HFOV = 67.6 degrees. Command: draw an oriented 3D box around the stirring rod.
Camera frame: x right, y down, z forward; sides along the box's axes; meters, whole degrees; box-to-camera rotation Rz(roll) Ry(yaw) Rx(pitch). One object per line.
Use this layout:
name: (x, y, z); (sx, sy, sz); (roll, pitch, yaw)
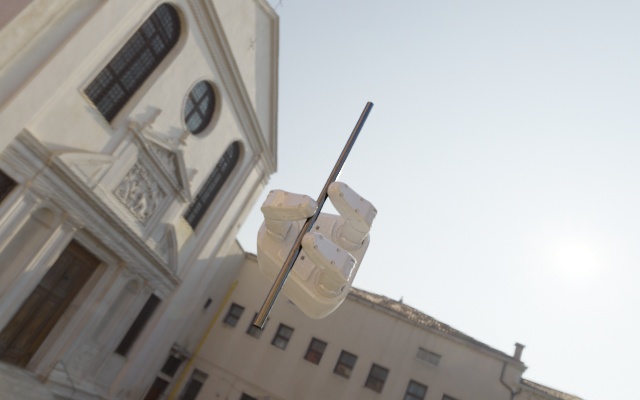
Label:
stirring rod: (0.000, 0.001, 0.423); (0.011, 0.239, 0.011); (22, -25, 11)
